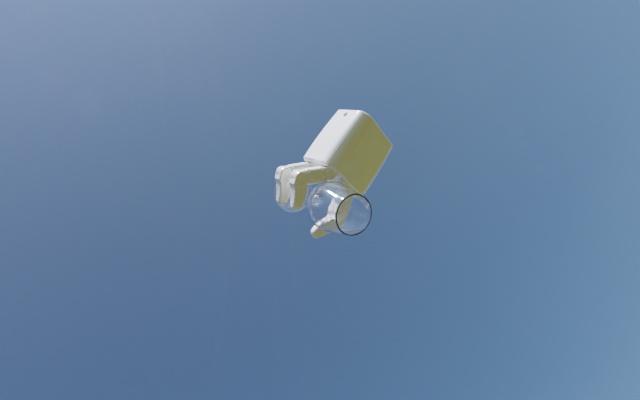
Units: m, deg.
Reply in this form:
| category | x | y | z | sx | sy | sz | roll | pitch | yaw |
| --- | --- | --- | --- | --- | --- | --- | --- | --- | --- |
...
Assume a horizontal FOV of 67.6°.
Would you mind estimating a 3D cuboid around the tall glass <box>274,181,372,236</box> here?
| category | x | y | z | sx | sy | sz | roll | pitch | yaw |
| --- | --- | --- | --- | --- | --- | --- | --- | --- | --- |
| tall glass | 0.000 | 0.003 | 0.765 | 0.079 | 0.079 | 0.201 | 0 | 11 | -29 |
